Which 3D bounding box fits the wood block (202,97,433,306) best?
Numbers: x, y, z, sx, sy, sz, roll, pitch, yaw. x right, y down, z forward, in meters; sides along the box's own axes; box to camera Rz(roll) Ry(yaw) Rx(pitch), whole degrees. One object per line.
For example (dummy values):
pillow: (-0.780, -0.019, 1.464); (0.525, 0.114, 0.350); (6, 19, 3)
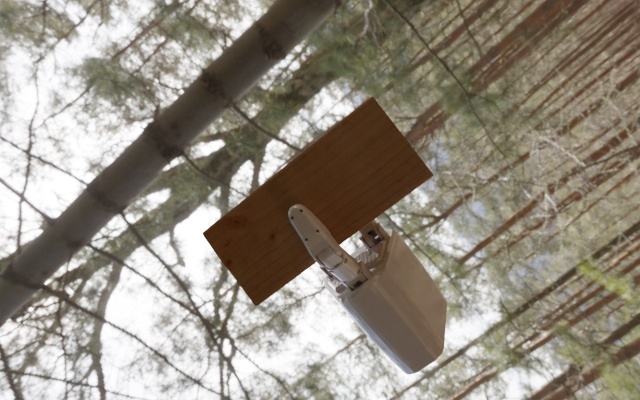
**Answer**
wood block: (0.000, 0.002, 0.477); (0.206, 0.090, 0.091); (-38, -3, 10)
